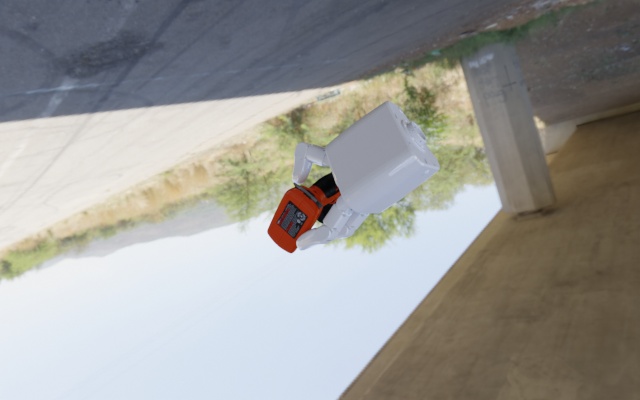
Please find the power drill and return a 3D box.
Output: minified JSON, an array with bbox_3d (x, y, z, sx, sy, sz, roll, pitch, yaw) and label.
[{"bbox_3d":[0.000,0.002,0.732,0.057,0.184,0.187,38,41,11],"label":"power drill"}]
